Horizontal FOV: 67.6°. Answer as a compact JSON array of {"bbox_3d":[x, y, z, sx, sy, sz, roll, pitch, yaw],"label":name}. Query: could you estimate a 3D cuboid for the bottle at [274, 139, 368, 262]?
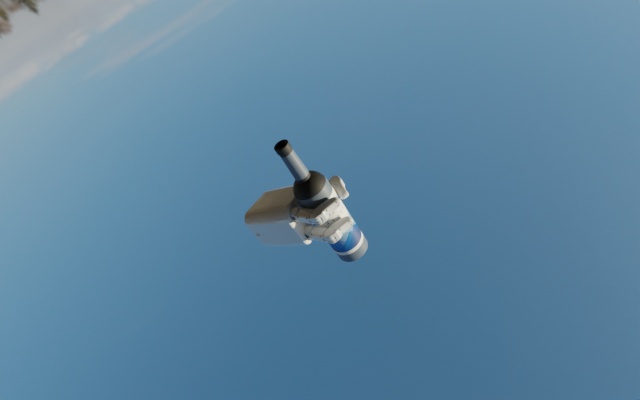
[{"bbox_3d":[0.000,0.003,0.882,0.069,0.069,0.296,0,-40,36],"label":"bottle"}]
